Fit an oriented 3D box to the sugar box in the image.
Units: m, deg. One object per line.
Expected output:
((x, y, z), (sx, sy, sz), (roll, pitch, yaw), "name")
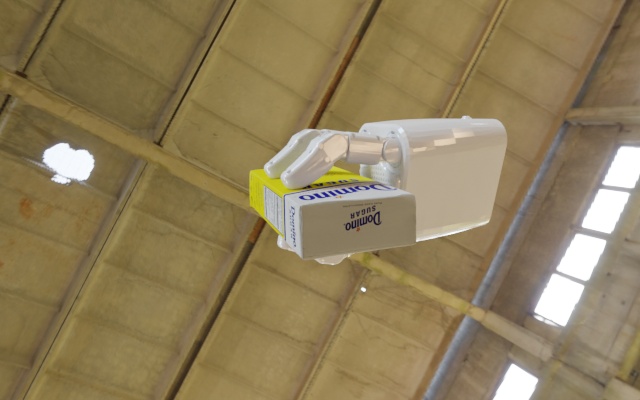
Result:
((0.000, 0.001, 0.417), (0.093, 0.048, 0.176), (-6, 11, -19), "sugar box")
